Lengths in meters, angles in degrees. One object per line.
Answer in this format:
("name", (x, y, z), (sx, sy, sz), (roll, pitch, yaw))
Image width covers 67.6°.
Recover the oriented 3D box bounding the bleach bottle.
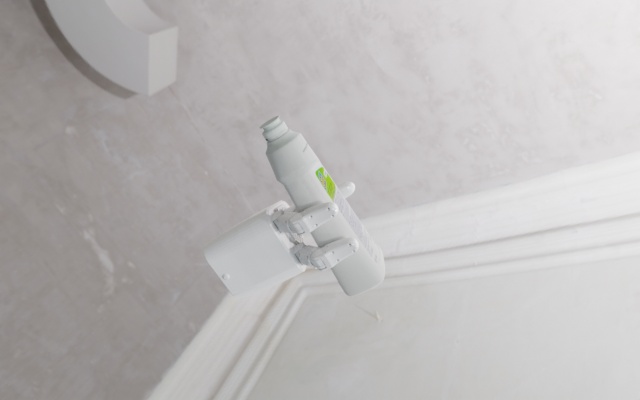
("bleach bottle", (0.000, 0.002, 0.626), (0.068, 0.251, 0.102), (-27, 20, 12))
